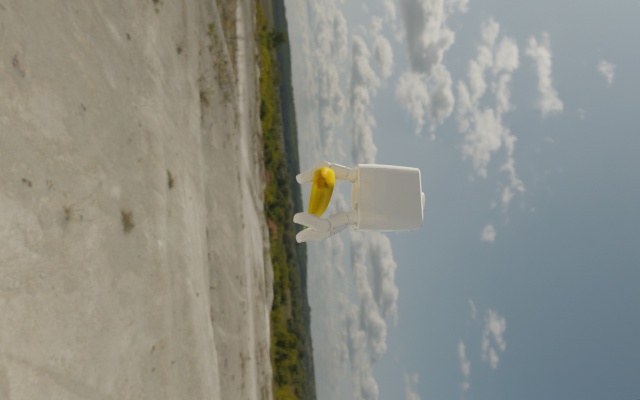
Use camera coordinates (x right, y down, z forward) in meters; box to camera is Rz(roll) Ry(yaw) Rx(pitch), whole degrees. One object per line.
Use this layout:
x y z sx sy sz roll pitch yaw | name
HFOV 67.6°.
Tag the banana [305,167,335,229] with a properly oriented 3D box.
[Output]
0.002 -0.013 0.774 0.037 0.069 0.198 9 -25 -1 | banana
